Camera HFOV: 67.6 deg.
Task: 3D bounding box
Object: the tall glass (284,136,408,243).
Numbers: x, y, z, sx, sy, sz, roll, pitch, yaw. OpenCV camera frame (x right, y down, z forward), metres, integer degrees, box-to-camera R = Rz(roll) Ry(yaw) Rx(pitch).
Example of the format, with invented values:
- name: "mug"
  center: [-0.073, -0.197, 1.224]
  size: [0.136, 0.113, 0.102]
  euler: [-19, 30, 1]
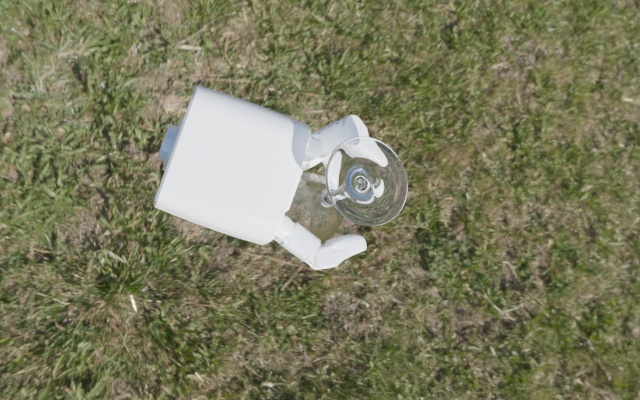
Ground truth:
- name: "tall glass"
  center: [0.000, 0.002, 0.472]
  size: [0.079, 0.079, 0.201]
  euler: [0, -10, -23]
